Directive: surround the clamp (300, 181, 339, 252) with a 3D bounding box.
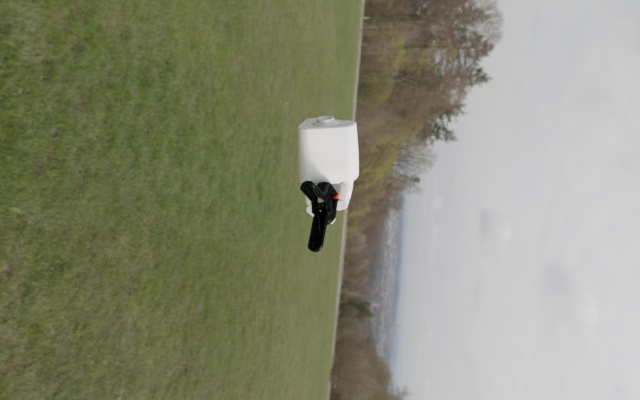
[{"bbox_3d":[0.001,0.003,0.846,0.039,0.120,0.171,1,22,11],"label":"clamp"}]
